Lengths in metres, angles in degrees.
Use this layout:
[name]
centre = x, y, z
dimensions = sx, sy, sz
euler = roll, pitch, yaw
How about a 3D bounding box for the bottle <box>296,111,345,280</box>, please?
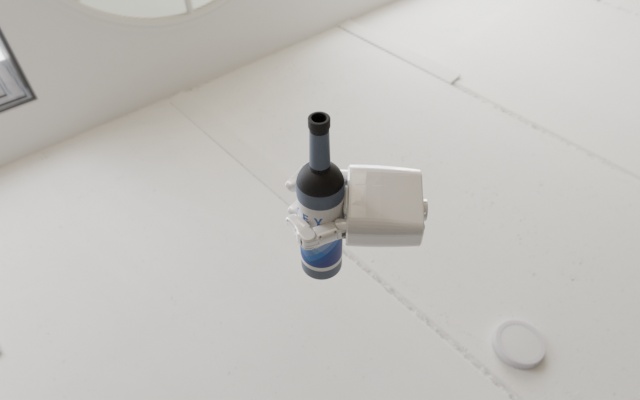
[bottle]
centre = 0.000, 0.002, 0.675
dimensions = 0.069, 0.069, 0.296
euler = 0, -43, 1
